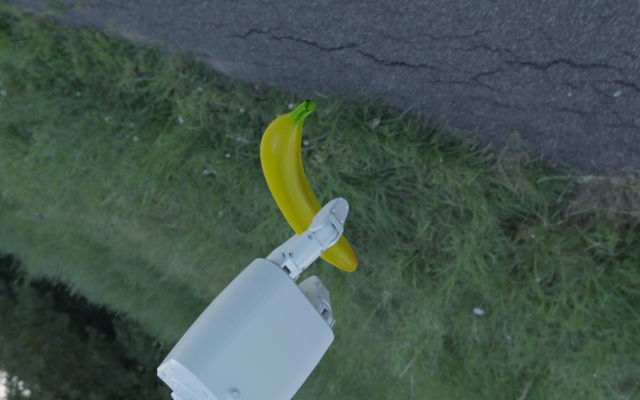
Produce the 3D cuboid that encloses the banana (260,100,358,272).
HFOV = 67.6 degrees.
[{"bbox_3d":[-0.015,-0.004,0.468,0.069,0.198,0.037,12,45,36],"label":"banana"}]
